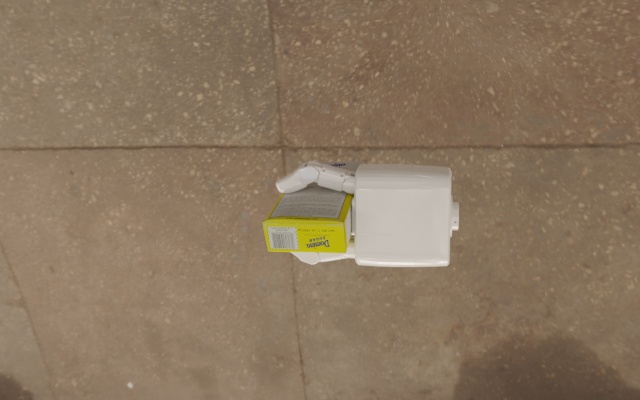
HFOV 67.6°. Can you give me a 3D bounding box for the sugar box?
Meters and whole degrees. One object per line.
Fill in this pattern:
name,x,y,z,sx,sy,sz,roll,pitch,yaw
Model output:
sugar box,0.000,0.002,0.594,0.093,0.048,0.176,1,24,14
